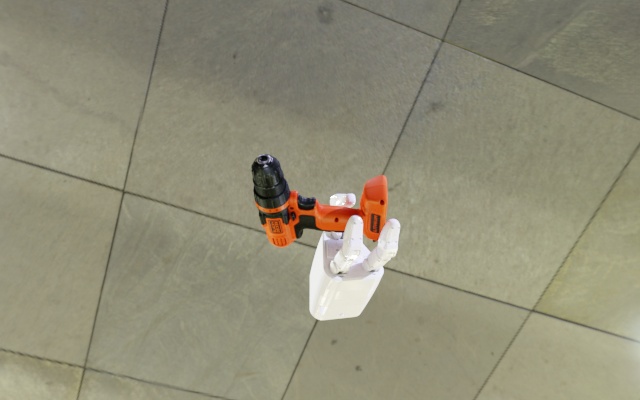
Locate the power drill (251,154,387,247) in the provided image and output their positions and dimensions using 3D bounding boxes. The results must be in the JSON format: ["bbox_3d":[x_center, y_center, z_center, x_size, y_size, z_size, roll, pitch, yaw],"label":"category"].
[{"bbox_3d":[0.001,0.002,0.686,0.187,0.057,0.185,1,-37,6],"label":"power drill"}]
